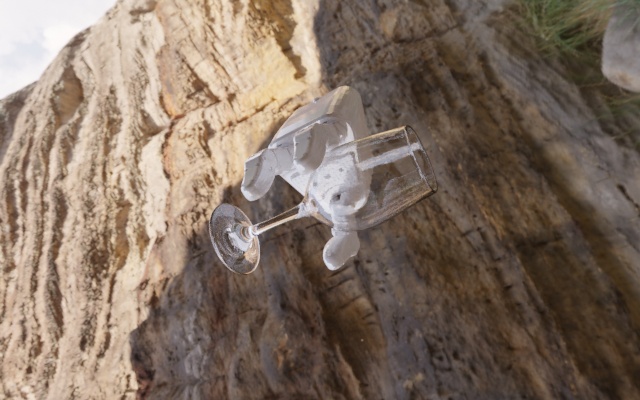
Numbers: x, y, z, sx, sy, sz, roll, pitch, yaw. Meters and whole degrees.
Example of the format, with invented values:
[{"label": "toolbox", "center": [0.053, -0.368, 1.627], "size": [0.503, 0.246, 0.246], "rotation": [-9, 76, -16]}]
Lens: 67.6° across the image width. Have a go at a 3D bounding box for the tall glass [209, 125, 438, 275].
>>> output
[{"label": "tall glass", "center": [-0.001, 0.002, 0.433], "size": [0.201, 0.079, 0.079], "rotation": [-23, -10, 23]}]
